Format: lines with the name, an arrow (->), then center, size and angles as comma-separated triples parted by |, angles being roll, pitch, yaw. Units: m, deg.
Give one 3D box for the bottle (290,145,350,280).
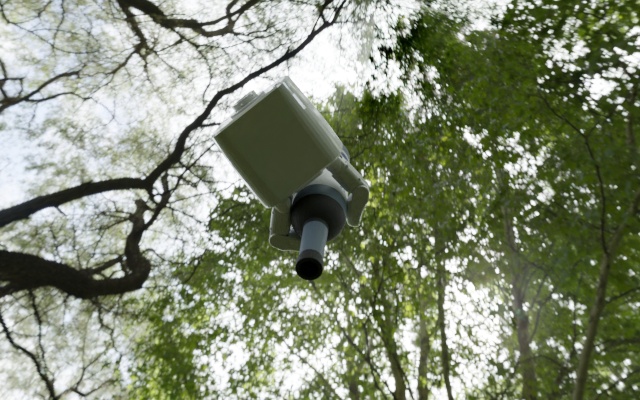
bottle -> 0.000, 0.002, 0.595 | 0.069, 0.069, 0.295 | 0, 26, 5
